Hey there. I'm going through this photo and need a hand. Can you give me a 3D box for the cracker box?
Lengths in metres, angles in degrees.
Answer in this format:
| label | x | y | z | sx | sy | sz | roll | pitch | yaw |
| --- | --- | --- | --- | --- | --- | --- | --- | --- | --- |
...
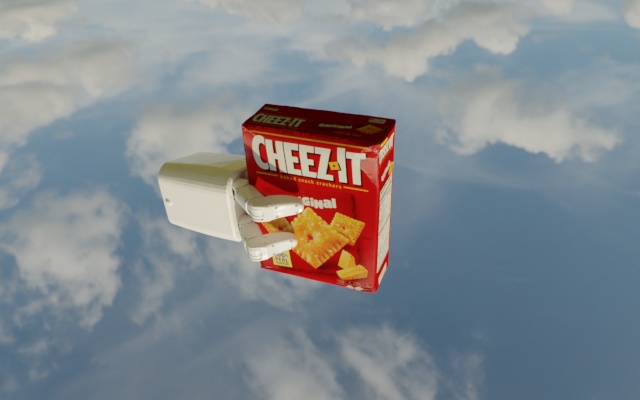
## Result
| label | x | y | z | sx | sy | sz | roll | pitch | yaw |
| --- | --- | --- | --- | --- | --- | --- | --- | --- | --- |
| cracker box | 0.000 | 0.002 | 0.582 | 0.164 | 0.214 | 0.072 | 10 | 36 | 19 |
